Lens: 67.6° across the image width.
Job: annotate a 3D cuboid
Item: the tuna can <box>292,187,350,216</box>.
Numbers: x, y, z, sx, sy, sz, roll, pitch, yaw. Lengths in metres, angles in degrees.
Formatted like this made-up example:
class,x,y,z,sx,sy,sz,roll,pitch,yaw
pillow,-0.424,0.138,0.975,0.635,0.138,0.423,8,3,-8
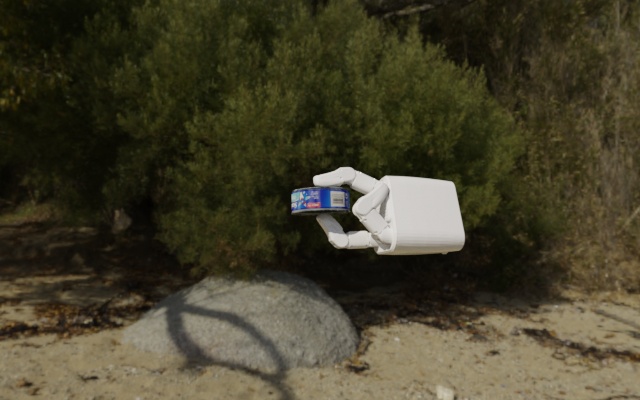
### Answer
class,x,y,z,sx,sy,sz,roll,pitch,yaw
tuna can,0.000,0.002,0.698,0.086,0.033,0.086,-2,-6,0
